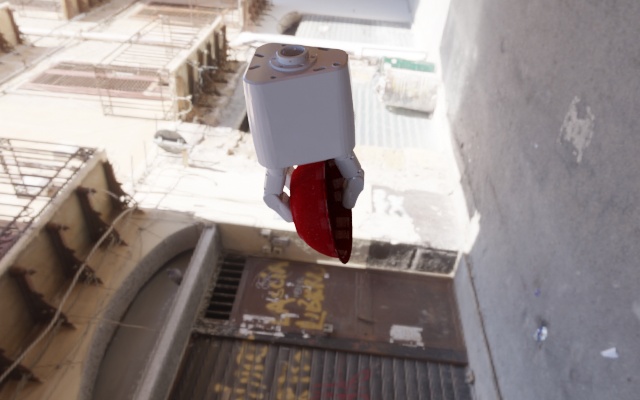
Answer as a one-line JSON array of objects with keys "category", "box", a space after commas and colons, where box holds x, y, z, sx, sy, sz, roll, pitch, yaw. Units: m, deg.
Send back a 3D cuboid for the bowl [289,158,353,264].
[{"category": "bowl", "box": [0.000, 0.003, 0.608, 0.055, 0.162, 0.162, -7, -2, 13]}]
